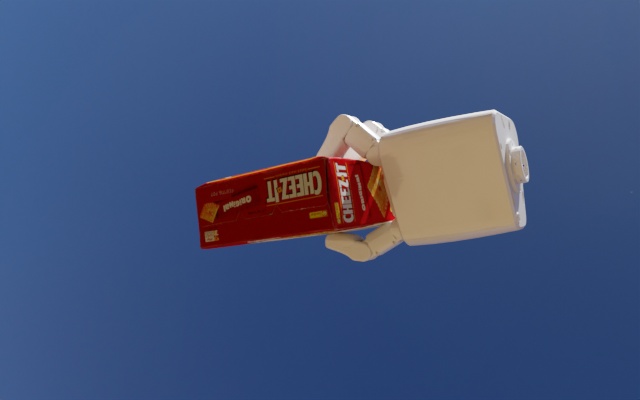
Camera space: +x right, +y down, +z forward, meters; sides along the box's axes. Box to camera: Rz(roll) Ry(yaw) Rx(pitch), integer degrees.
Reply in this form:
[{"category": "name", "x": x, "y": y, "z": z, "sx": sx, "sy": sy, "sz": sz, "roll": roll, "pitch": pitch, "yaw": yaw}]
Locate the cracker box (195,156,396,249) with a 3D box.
[{"category": "cracker box", "x": 0.000, "y": 0.002, "z": 0.520, "sx": 0.164, "sy": 0.072, "sz": 0.213, "roll": -11, "pitch": -5, "yaw": 33}]
